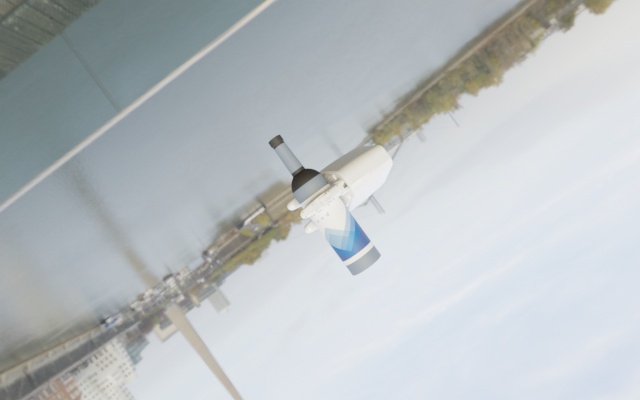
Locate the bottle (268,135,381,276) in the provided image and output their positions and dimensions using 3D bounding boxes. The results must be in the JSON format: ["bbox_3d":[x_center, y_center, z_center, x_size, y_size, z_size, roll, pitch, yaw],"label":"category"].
[{"bbox_3d":[0.000,0.003,0.894,0.069,0.296,0.069,-36,1,0],"label":"bottle"}]
